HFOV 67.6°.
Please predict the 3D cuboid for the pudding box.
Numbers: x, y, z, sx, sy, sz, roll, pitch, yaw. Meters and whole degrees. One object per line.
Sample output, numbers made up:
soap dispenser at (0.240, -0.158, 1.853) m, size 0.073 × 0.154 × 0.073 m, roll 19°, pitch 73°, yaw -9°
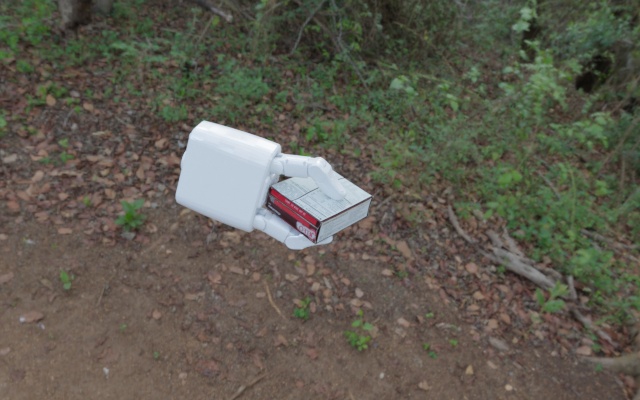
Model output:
pudding box at (0.000, 0.002, 0.615) m, size 0.090 × 0.039 × 0.113 m, roll 36°, pitch 39°, yaw 27°
